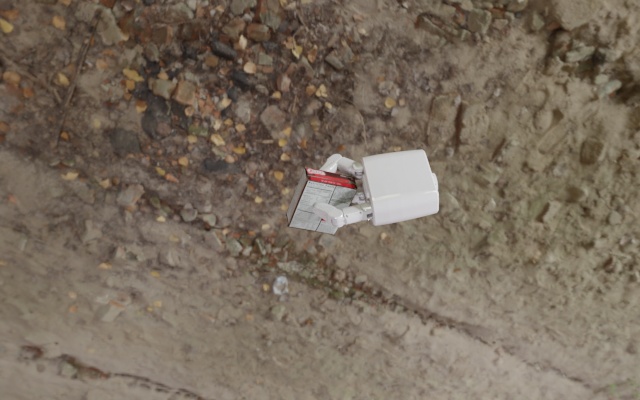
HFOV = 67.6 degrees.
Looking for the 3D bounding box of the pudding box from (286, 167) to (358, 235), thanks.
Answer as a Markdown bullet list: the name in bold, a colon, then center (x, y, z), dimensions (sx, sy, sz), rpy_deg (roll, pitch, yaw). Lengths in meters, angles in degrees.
- **pudding box**: center (0.000, 0.003, 0.806), dimensions (0.090, 0.114, 0.039), rpy_deg (11, 37, -17)
